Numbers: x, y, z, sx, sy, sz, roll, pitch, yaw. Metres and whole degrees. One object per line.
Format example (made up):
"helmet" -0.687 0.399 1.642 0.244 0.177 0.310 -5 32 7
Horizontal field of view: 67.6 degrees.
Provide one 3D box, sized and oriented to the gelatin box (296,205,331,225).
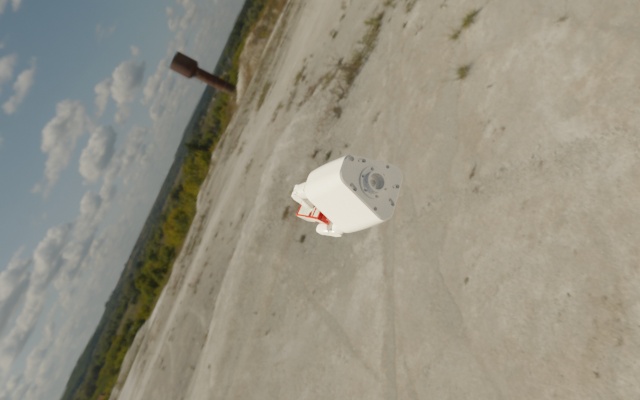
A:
"gelatin box" 0.000 0.003 0.858 0.030 0.073 0.089 29 -11 -26
